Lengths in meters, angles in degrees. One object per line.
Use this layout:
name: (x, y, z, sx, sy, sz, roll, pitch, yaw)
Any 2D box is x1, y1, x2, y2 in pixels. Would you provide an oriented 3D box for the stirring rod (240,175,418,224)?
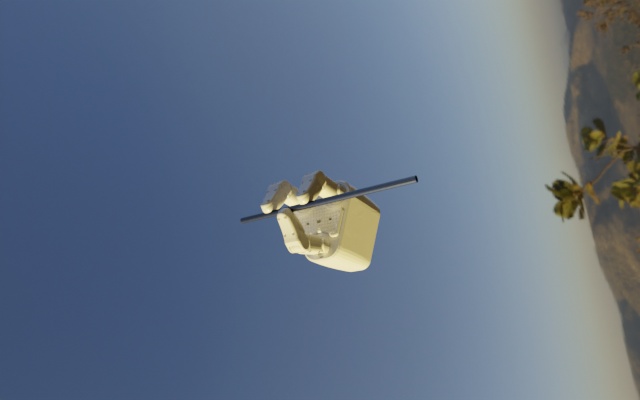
stirring rod: (0.000, 0.002, 0.567, 0.239, 0.011, 0.011, -14, -7, 29)
